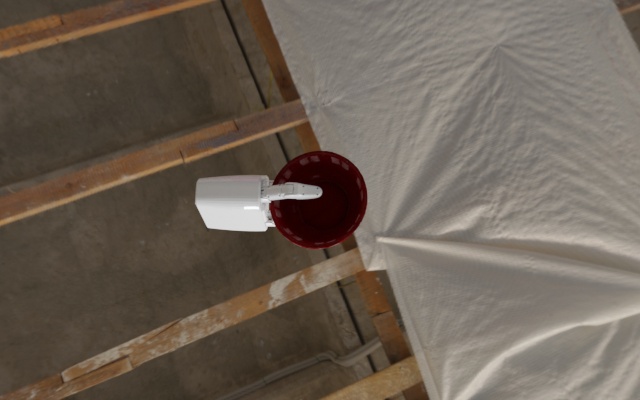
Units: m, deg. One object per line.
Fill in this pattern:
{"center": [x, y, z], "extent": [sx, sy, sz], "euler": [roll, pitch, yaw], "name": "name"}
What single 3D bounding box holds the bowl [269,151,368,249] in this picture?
{"center": [0.001, 0.003, 0.788], "extent": [0.162, 0.162, 0.055], "euler": [0, -13, 12], "name": "bowl"}
